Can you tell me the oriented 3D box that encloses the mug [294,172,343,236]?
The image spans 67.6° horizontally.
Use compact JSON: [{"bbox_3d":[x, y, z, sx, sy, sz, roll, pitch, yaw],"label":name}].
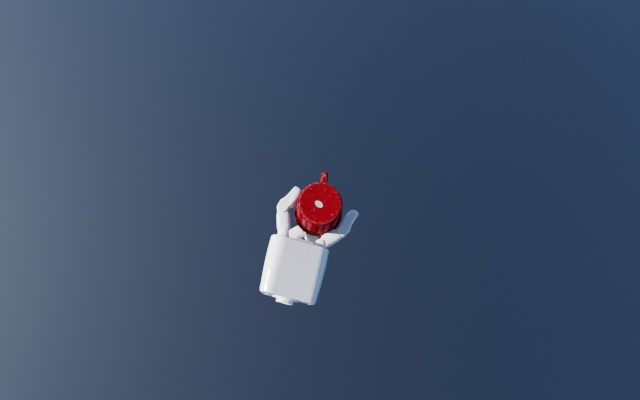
[{"bbox_3d":[0.001,0.002,0.893,0.093,0.117,0.081,13,-14,0],"label":"mug"}]
